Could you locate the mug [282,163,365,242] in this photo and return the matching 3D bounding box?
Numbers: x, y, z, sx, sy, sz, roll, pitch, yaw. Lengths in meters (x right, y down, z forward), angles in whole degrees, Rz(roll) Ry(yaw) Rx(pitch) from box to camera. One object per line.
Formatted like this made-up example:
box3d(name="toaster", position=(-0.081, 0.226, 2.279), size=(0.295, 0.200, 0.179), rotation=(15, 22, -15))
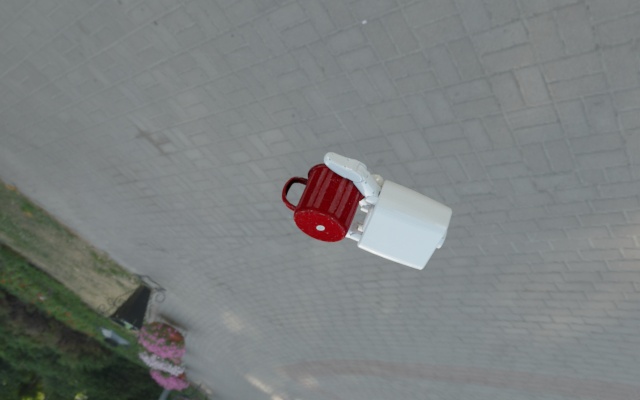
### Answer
box3d(name="mug", position=(-0.001, 0.002, 0.693), size=(0.117, 0.081, 0.093), rotation=(21, -32, 3))
